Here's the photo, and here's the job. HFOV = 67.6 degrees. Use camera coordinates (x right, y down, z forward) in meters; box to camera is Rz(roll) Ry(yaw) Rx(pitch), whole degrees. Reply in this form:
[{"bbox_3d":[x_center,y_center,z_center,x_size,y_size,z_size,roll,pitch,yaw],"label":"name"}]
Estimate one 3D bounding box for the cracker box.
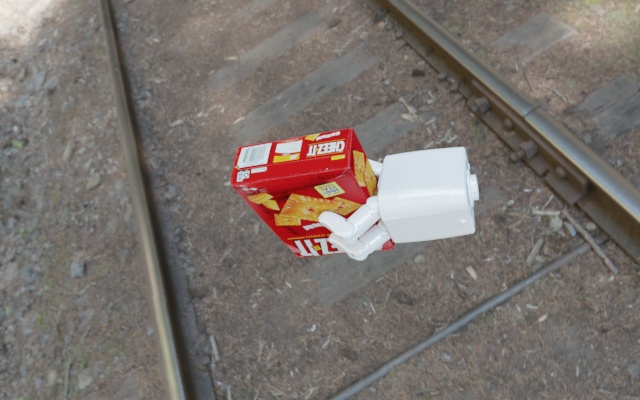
[{"bbox_3d":[0.000,0.002,0.665,0.164,0.072,0.214,-7,-35,21],"label":"cracker box"}]
